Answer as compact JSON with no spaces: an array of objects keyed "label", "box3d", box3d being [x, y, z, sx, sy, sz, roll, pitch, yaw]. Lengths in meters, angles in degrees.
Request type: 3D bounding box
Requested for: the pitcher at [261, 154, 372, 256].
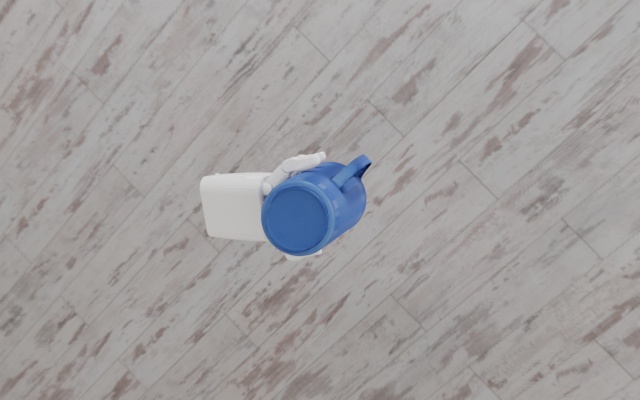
[{"label":"pitcher","box3d":[0.000,0.003,0.763,0.145,0.149,0.243,2,8,12]}]
